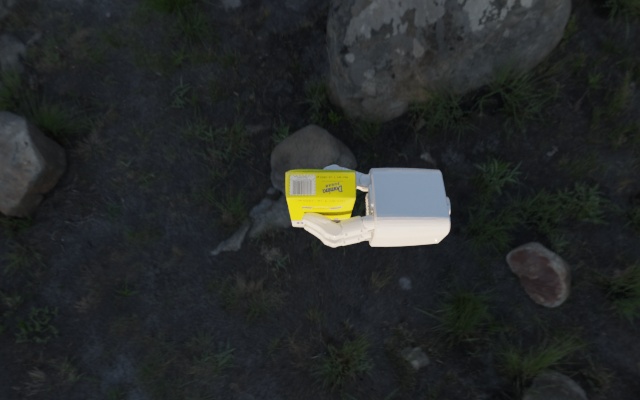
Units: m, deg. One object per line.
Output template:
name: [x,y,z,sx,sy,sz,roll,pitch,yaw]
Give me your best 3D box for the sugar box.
sugar box: [0.000,0.003,0.701,0.093,0.048,0.176,1,-18,1]
